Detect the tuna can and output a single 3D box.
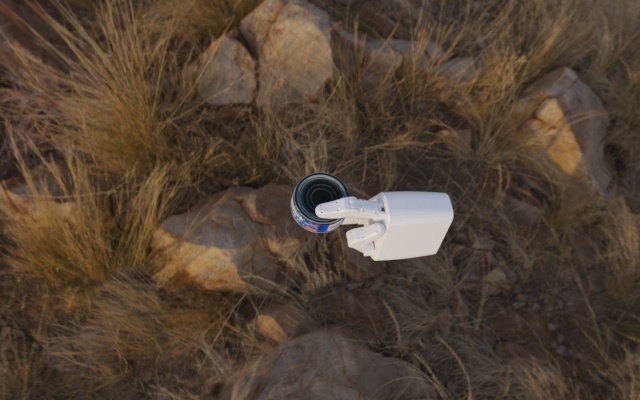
[{"bbox_3d":[0.000,0.002,0.700,0.086,0.086,0.034,0,-24,-9],"label":"tuna can"}]
